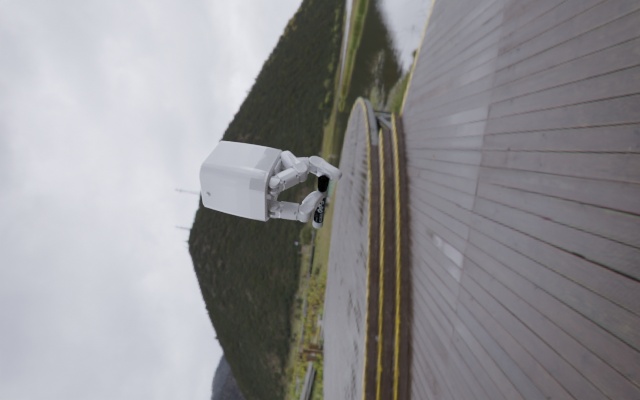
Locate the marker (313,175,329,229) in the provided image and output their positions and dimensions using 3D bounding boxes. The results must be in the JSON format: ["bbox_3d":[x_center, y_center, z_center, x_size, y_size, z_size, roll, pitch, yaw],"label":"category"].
[{"bbox_3d":[0.000,0.003,0.806,0.020,0.020,0.121,0,-42,-6],"label":"marker"}]
